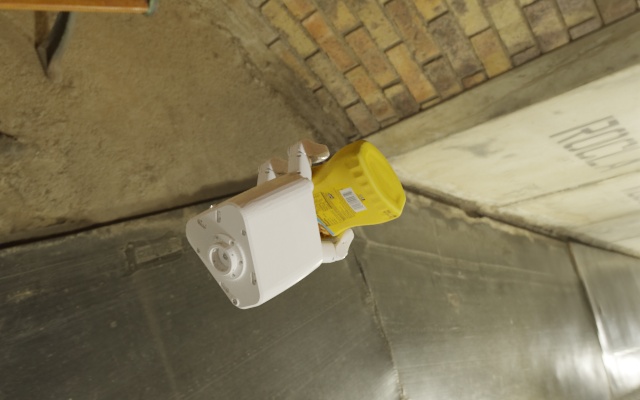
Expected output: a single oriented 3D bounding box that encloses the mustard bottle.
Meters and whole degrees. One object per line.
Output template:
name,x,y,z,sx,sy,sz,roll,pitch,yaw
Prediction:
mustard bottle,0.000,0.002,0.583,0.192,0.096,0.058,-22,28,37
